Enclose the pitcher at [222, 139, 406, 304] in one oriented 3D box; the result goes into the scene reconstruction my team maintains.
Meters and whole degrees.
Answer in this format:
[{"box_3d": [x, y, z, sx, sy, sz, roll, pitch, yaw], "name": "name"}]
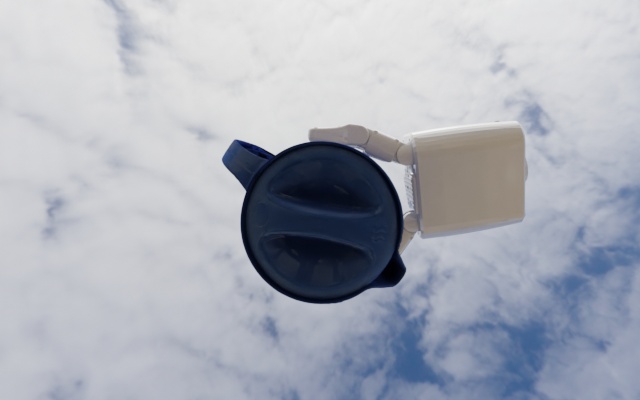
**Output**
[{"box_3d": [0.000, 0.002, 0.497, 0.145, 0.149, 0.243, -10, 5, 5], "name": "pitcher"}]
